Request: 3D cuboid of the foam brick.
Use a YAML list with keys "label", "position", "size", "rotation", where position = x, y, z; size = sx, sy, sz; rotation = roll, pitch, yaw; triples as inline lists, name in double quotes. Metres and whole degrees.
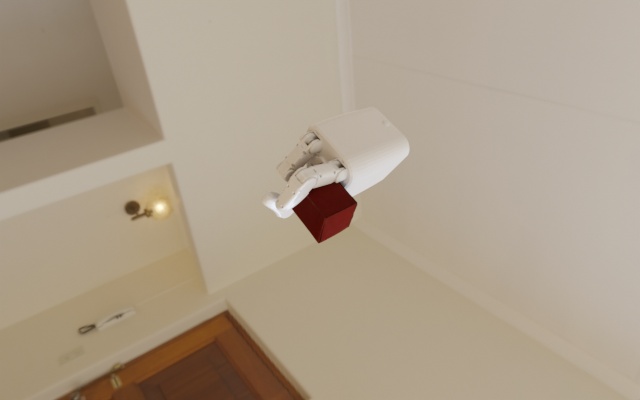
- label: "foam brick"
  position: [0.000, 0.002, 0.596]
  size: [0.051, 0.078, 0.053]
  rotation: [-23, -30, -29]
